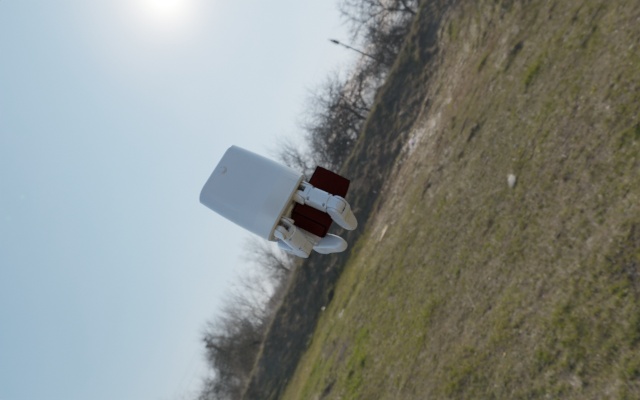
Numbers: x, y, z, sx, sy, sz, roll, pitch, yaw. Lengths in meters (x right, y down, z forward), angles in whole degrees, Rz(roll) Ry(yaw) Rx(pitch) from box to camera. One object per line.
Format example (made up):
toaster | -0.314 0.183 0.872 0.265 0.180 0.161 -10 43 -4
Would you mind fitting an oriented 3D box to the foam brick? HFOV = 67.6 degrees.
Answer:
foam brick | 0.000 0.002 0.653 0.051 0.078 0.053 26 -22 6
